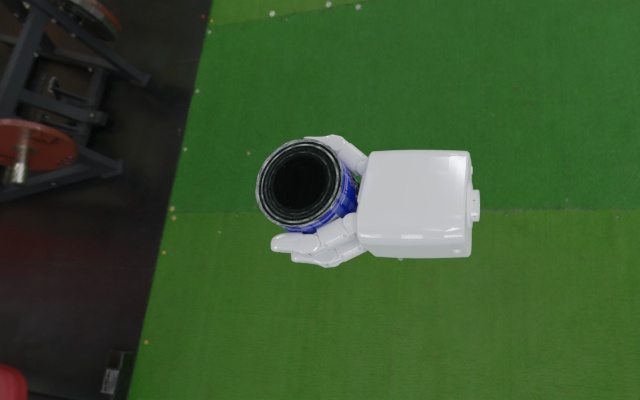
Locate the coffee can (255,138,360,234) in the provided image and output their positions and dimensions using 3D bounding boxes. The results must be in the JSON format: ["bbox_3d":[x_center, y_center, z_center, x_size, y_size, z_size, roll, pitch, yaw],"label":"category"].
[{"bbox_3d":[0.000,0.002,0.572,0.103,0.102,0.140,0,-18,22],"label":"coffee can"}]
